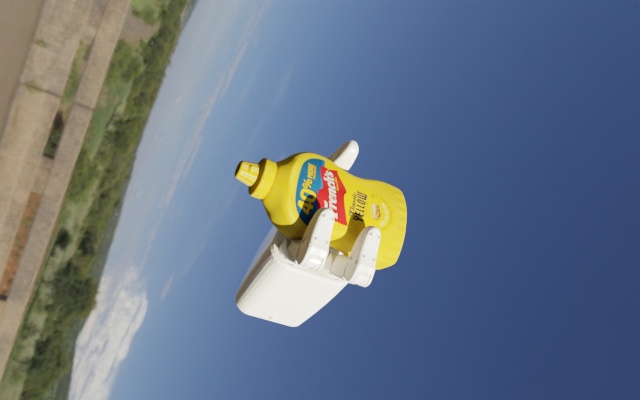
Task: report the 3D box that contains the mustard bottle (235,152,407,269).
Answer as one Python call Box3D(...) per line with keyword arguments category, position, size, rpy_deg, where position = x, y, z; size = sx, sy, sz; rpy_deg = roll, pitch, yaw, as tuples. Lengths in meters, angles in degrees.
Box3D(category="mustard bottle", position=(0.000, 0.002, 0.507), size=(0.192, 0.096, 0.058), rpy_deg=(22, -26, -23))
